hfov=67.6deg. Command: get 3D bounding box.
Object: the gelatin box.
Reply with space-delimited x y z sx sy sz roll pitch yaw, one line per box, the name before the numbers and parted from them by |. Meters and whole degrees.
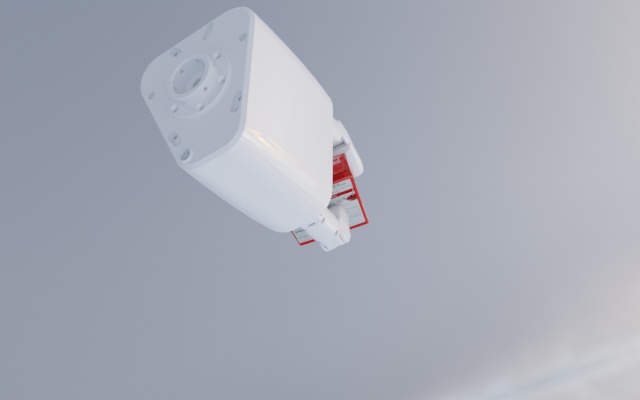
gelatin box | 0.000 0.002 0.443 0.073 0.030 0.089 -19 -34 5
